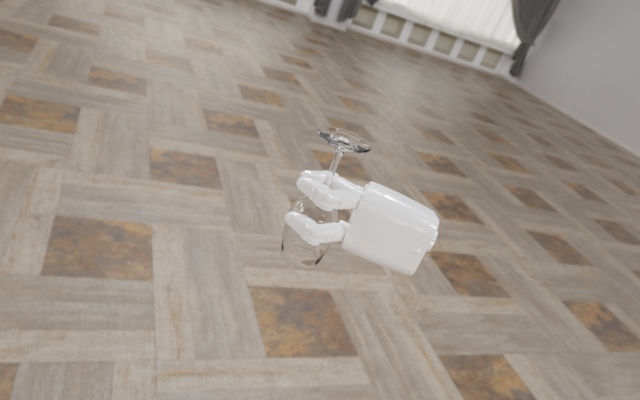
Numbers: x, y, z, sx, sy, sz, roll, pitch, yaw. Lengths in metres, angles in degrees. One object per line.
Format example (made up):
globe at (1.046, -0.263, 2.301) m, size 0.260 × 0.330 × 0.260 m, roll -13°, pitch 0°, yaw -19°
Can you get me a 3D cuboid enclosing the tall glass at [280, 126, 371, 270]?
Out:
tall glass at (0.000, 0.002, 0.674) m, size 0.079 × 0.201 × 0.079 m, roll 17°, pitch 27°, yaw -9°
